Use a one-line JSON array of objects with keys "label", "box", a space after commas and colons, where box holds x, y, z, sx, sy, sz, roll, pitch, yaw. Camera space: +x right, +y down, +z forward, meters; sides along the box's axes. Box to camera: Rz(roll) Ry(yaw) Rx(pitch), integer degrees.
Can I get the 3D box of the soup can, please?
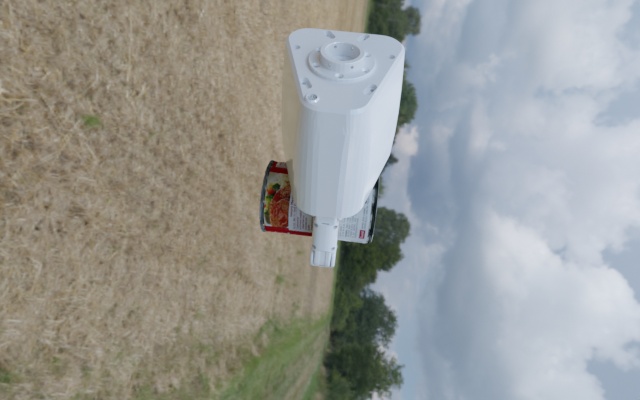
[{"label": "soup can", "box": [0.000, 0.002, 0.447, 0.102, 0.068, 0.068, 7, 0, 3]}]
